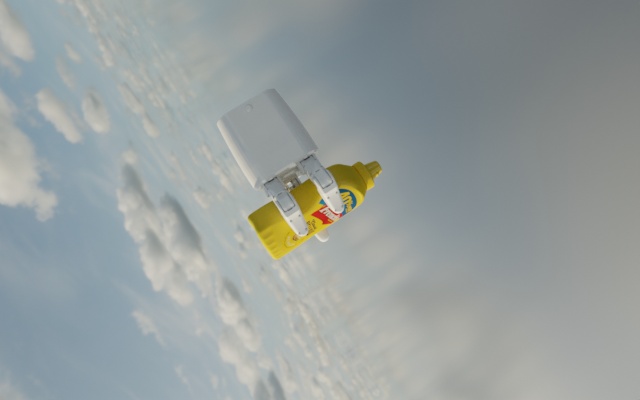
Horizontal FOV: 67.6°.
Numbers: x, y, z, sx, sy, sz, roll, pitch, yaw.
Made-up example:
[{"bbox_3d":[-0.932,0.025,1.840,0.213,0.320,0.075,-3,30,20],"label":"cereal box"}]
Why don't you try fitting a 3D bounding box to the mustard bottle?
[{"bbox_3d":[0.000,0.003,0.651,0.191,0.058,0.096,-33,-31,-7],"label":"mustard bottle"}]
